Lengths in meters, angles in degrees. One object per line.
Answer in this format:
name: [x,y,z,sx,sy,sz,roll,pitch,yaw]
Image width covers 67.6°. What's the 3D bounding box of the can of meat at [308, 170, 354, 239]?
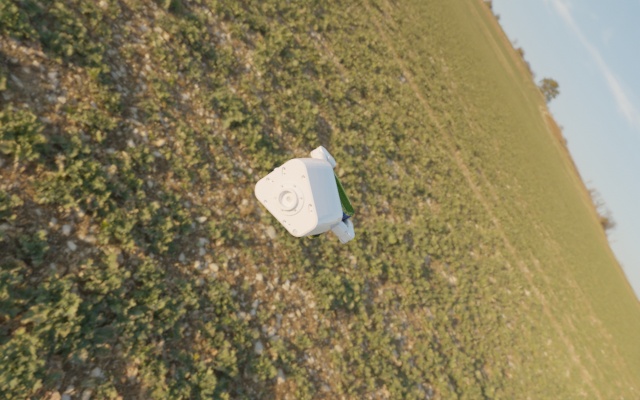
can of meat: [0.000,0.003,0.833,0.084,0.102,0.057,-32,-13,20]
